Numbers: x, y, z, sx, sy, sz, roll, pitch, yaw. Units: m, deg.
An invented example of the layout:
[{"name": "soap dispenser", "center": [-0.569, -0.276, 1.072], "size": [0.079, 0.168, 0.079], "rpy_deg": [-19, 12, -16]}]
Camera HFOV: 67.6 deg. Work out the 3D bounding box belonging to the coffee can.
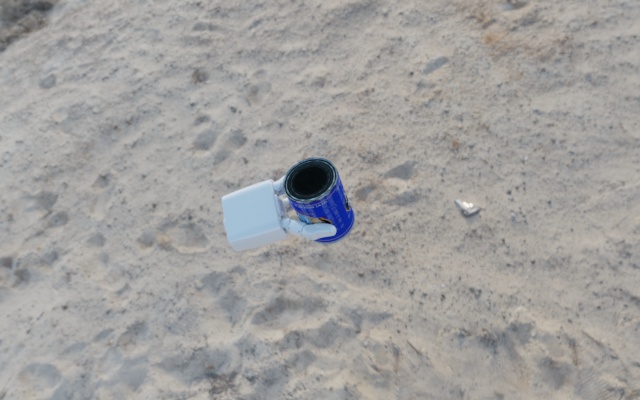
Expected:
[{"name": "coffee can", "center": [0.000, 0.003, 0.894], "size": [0.103, 0.102, 0.140], "rpy_deg": [0, -36, 20]}]
